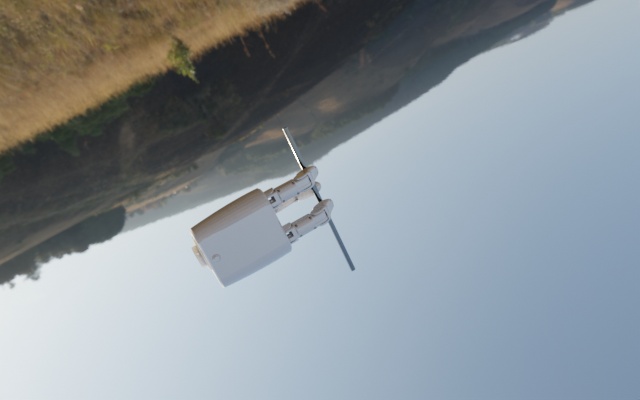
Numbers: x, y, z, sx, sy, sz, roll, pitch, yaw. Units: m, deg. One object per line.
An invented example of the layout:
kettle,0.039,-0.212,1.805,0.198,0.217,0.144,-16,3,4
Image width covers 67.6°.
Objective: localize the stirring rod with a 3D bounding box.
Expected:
stirring rod,0.000,0.002,0.704,0.011,0.239,0.011,-24,16,7
